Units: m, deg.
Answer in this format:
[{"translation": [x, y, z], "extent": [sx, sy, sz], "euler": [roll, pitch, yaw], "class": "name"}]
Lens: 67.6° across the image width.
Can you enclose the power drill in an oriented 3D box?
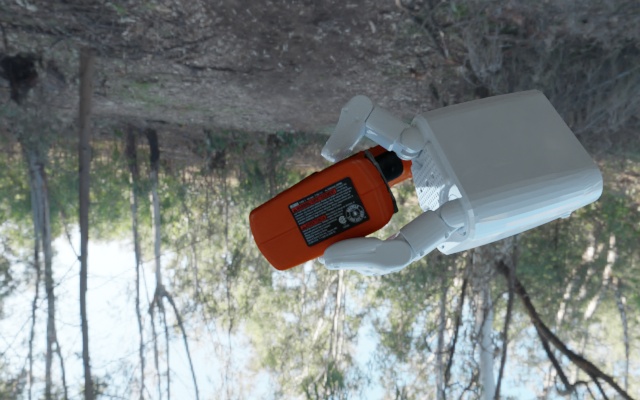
[{"translation": [0.000, 0.001, 0.432], "extent": [0.184, 0.057, 0.187], "euler": [-28, 6, 13], "class": "power drill"}]
